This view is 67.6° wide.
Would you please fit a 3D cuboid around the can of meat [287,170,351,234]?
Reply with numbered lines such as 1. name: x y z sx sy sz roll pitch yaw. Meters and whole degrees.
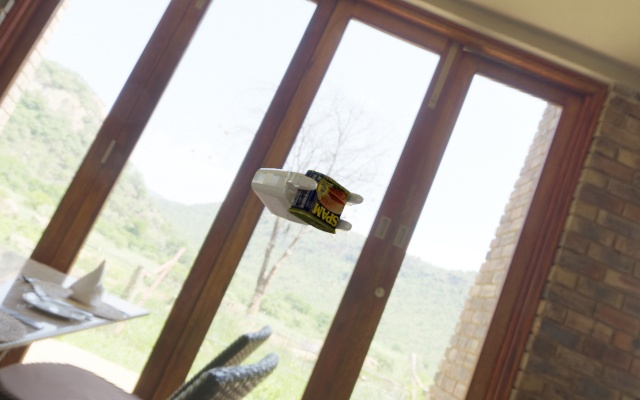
1. can of meat: 0.000 0.003 0.867 0.057 0.084 0.102 11 -17 46
